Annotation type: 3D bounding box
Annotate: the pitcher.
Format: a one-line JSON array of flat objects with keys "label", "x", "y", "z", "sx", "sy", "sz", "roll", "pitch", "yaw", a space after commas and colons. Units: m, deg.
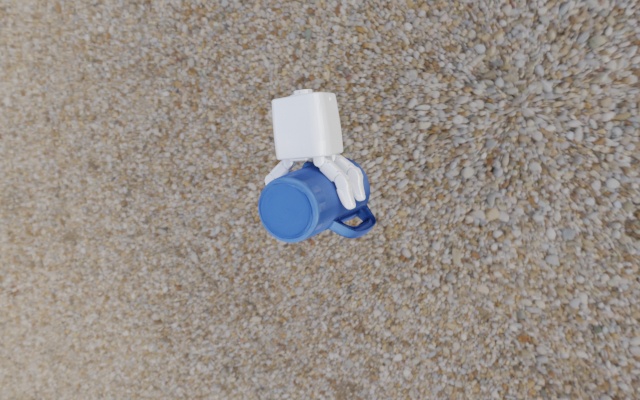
[{"label": "pitcher", "x": 0.000, "y": 0.003, "z": 0.852, "sx": 0.149, "sy": 0.145, "sz": 0.243, "roll": -3, "pitch": 9, "yaw": 23}]
